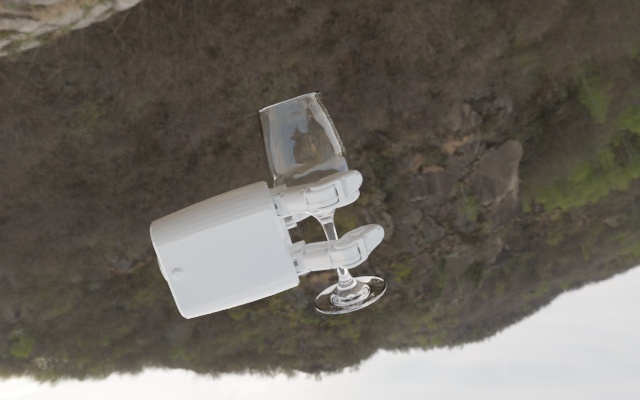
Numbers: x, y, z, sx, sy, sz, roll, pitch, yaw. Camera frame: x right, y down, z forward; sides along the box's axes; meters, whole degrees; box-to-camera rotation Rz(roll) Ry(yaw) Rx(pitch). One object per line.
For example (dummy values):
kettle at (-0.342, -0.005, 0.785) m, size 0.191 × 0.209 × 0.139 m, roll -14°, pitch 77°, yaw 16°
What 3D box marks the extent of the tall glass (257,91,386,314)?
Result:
tall glass at (0.000, 0.002, 0.458) m, size 0.079 × 0.201 × 0.079 m, roll -17°, pitch 11°, yaw 3°
